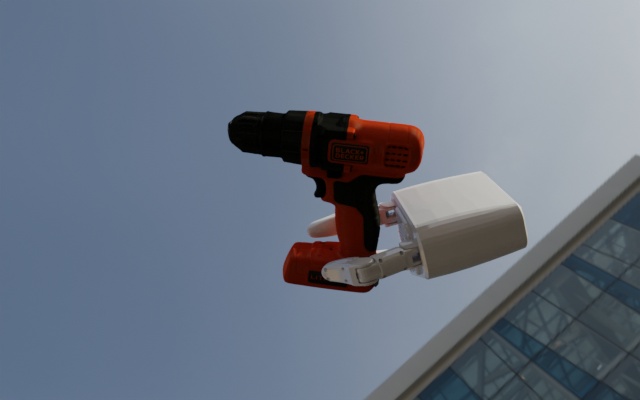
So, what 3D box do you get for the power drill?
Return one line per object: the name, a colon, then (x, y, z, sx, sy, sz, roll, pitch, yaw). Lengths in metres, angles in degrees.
power drill: (0.000, 0.002, 0.482, 0.184, 0.188, 0.057, 7, 33, 7)
